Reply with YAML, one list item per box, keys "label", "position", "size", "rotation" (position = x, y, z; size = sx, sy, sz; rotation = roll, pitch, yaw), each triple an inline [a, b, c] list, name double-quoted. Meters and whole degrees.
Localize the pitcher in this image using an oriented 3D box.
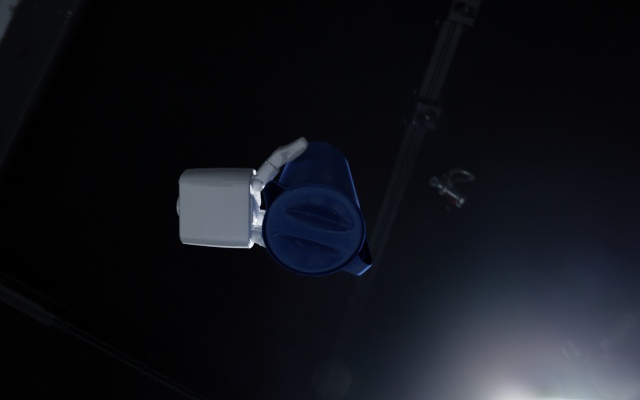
- label: "pitcher"
  position: [0.000, 0.002, 0.715]
  size: [0.145, 0.149, 0.242]
  rotation: [-1, 23, 2]
